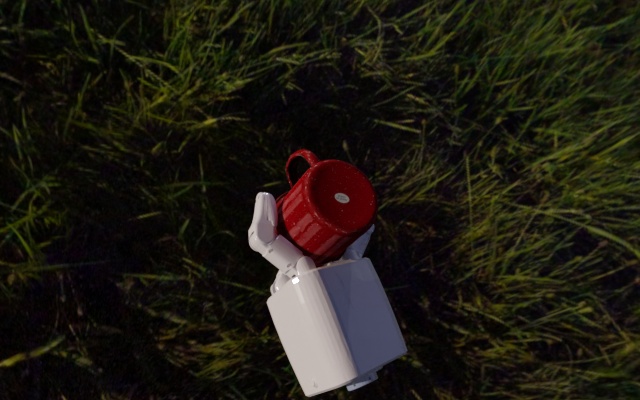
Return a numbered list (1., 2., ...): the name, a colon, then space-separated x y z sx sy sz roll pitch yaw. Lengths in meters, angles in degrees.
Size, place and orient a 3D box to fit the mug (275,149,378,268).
1. mug: 0.000 0.000 0.482 0.093 0.117 0.081 -15 -18 -33
